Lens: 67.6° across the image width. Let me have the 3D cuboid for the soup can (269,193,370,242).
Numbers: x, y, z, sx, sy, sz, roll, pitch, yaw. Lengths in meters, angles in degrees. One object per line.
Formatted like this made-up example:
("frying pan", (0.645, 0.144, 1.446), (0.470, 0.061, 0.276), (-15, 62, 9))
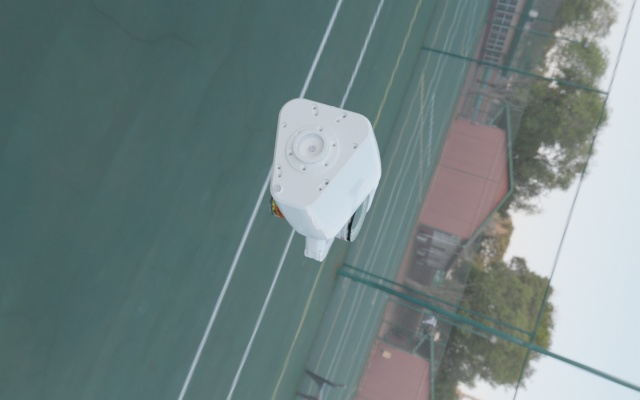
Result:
("soup can", (0.000, 0.002, 0.568), (0.102, 0.068, 0.068), (18, 5, 15))
